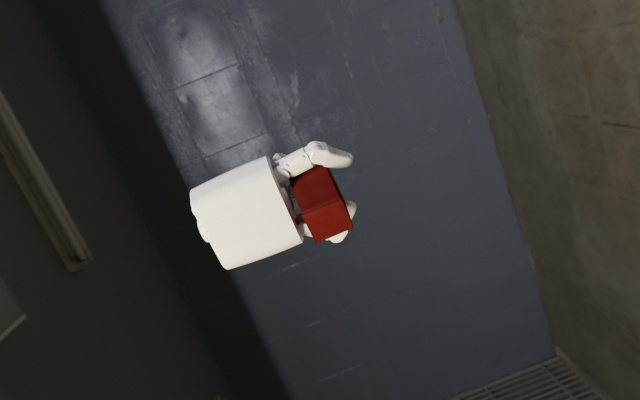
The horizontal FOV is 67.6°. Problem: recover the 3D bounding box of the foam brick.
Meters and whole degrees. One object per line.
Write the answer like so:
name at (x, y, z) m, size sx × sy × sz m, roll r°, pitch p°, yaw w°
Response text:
foam brick at (0.000, 0.002, 0.577) m, size 0.051 × 0.053 × 0.078 m, roll -22°, pitch 41°, yaw 0°
